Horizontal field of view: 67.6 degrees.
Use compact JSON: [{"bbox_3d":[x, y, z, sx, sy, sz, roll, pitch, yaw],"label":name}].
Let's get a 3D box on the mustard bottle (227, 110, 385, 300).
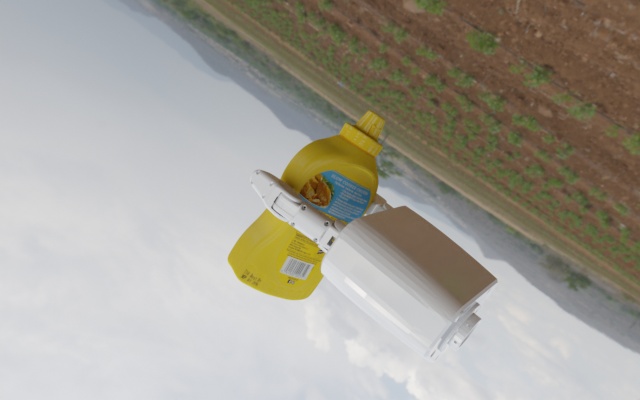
[{"bbox_3d":[0.000,0.002,0.449,0.096,0.191,0.058,26,13,-38],"label":"mustard bottle"}]
